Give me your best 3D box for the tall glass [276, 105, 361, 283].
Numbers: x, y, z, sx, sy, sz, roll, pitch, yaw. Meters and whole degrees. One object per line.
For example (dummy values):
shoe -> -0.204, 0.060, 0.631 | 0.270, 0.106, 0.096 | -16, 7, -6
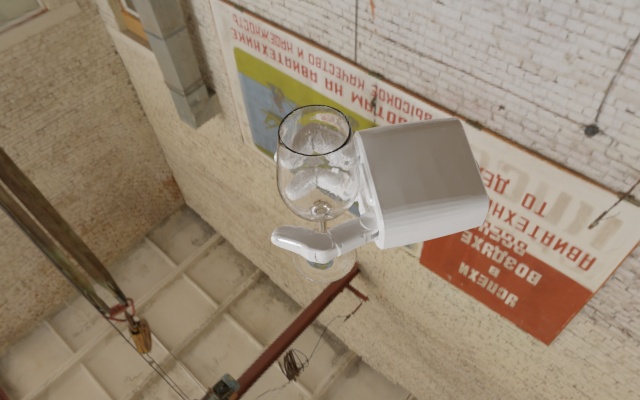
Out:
tall glass -> 0.000, 0.002, 0.473 | 0.079, 0.079, 0.201 | 0, -37, 4
